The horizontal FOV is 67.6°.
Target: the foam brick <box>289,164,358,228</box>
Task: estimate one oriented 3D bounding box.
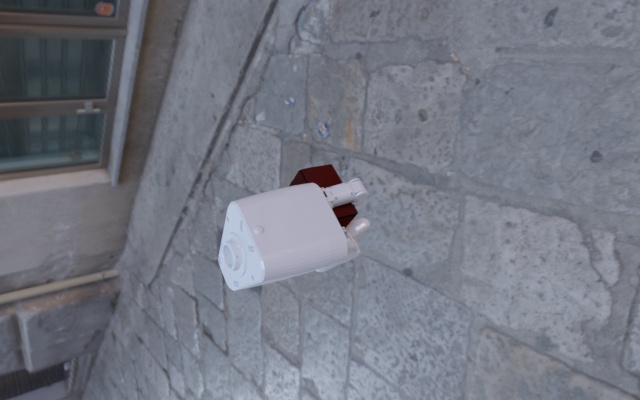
[{"bbox_3d":[0.000,0.002,0.597,0.051,0.078,0.053,-12,-26,-33],"label":"foam brick"}]
